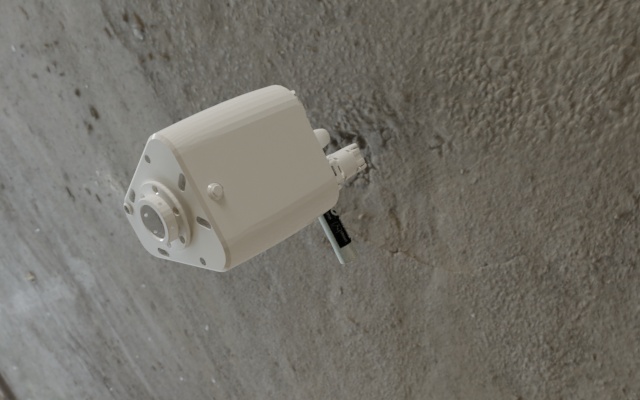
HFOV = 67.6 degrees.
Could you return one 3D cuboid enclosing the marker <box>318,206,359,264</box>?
[{"bbox_3d":[0.000,0.001,0.436,0.020,0.121,0.020,-27,6,3],"label":"marker"}]
